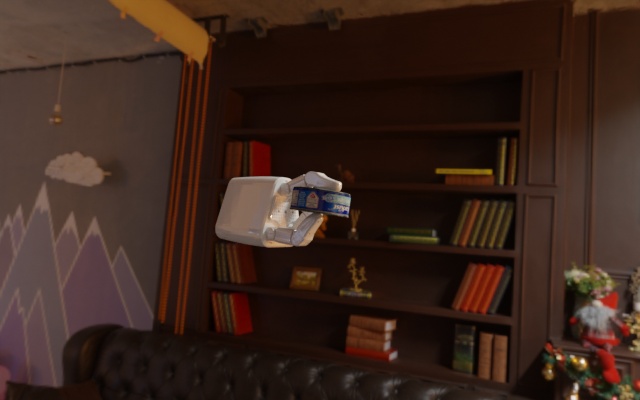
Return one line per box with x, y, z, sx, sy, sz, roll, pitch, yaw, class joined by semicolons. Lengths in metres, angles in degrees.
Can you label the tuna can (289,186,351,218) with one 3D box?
0.000;0.002;0.687;0.086;0.034;0.086;8;-2;0;tuna can
